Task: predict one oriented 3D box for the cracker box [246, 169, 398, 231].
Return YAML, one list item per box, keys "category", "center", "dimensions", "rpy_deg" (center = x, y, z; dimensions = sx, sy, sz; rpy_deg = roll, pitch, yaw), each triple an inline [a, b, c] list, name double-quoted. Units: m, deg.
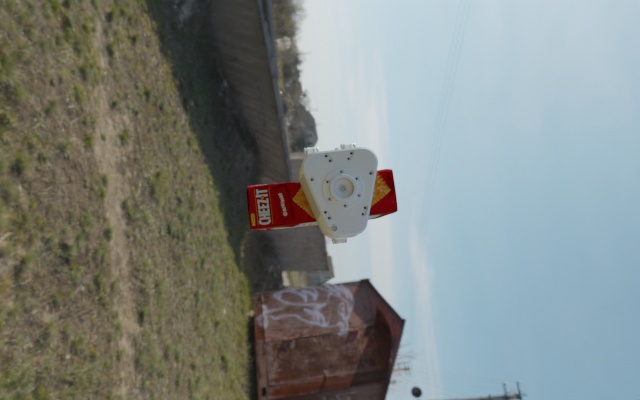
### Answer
- category: "cracker box"
  center: [0.000, 0.003, 0.758]
  dimensions: [0.214, 0.072, 0.164]
  rpy_deg: [-6, -4, -2]
